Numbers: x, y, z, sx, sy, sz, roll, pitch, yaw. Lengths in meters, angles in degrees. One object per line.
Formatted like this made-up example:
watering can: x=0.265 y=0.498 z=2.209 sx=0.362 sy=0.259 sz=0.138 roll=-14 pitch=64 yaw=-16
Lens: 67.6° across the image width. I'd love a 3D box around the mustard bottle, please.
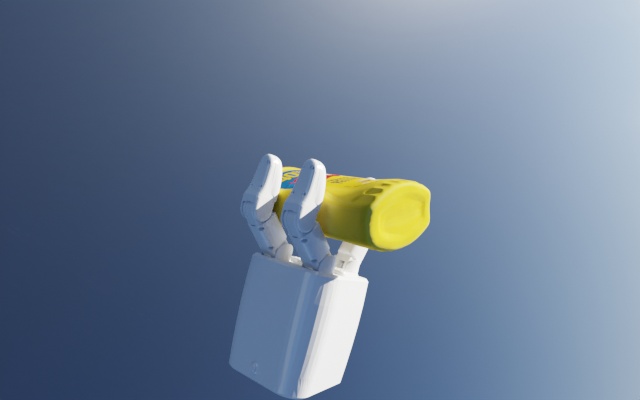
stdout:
mustard bottle: x=0.000 y=0.001 z=0.457 sx=0.191 sy=0.058 sz=0.096 roll=10 pitch=18 yaw=43
